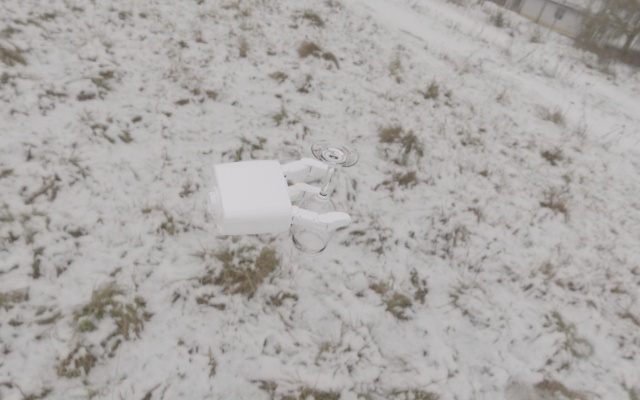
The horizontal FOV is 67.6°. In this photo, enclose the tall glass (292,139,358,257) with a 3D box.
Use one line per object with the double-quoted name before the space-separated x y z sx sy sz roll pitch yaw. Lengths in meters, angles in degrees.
"tall glass" 0.000 0.002 0.787 0.079 0.201 0.079 10 38 -8
